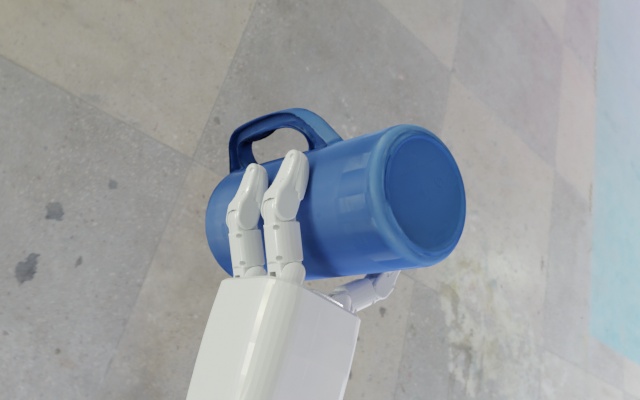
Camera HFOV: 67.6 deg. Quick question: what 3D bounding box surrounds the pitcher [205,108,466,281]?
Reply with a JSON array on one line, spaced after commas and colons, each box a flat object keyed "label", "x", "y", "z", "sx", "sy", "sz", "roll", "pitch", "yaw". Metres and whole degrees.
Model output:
[{"label": "pitcher", "x": 0.000, "y": 0.002, "z": 0.439, "sx": 0.149, "sy": 0.145, "sz": 0.243, "roll": 31, "pitch": -27, "yaw": -30}]
